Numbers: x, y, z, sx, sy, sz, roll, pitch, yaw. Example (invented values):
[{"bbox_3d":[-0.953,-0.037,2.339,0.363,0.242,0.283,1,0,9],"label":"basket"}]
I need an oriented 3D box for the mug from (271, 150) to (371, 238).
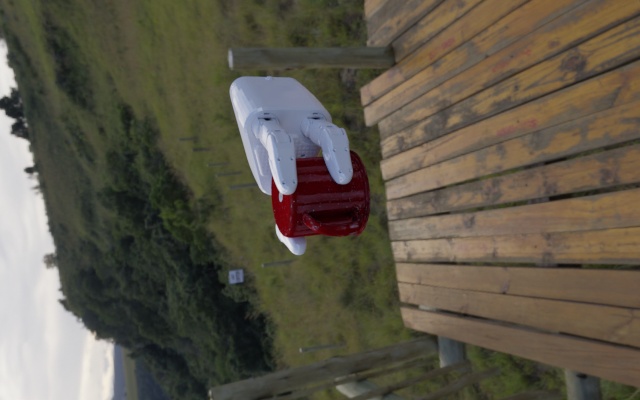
[{"bbox_3d":[0.000,0.002,0.492,0.081,0.093,0.117,-5,34,-20],"label":"mug"}]
